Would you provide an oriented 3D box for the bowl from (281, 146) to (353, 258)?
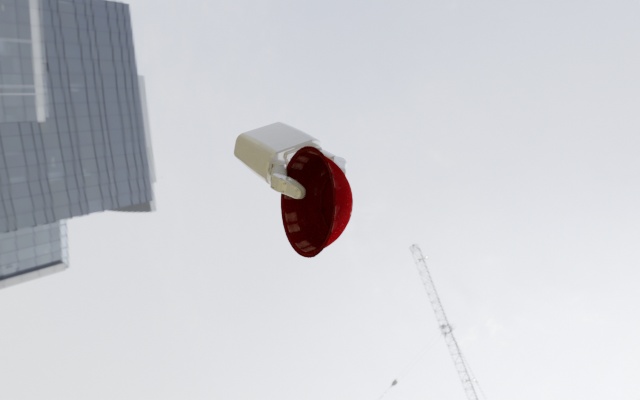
[{"bbox_3d":[0.001,0.003,0.703,0.055,0.162,0.162,0,0,-31],"label":"bowl"}]
